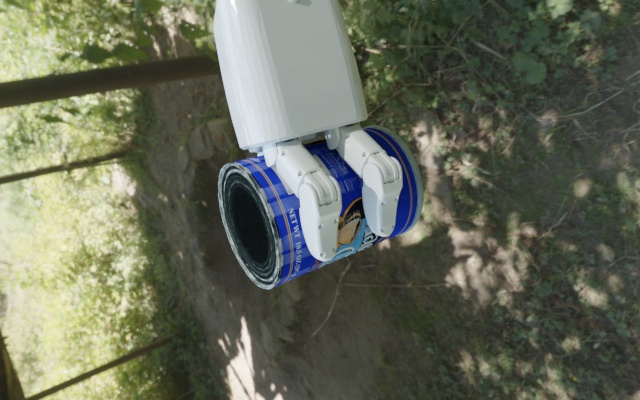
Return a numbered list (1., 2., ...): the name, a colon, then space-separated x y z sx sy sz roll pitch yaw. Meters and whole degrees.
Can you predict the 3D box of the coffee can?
1. coffee can: 0.000 0.001 0.401 0.140 0.103 0.103 -19 9 -29
